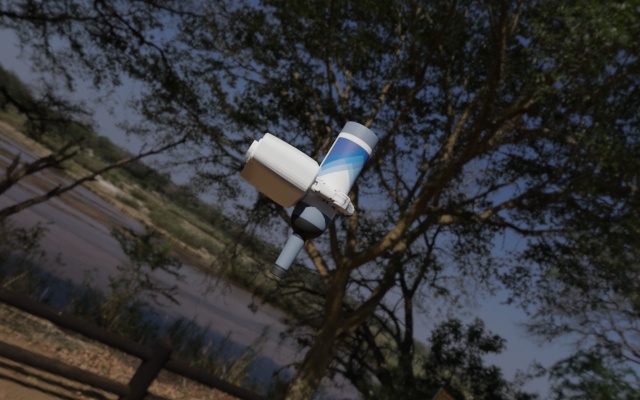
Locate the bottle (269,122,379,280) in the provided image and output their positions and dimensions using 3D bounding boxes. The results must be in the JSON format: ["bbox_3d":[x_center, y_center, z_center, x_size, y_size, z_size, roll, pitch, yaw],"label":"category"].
[{"bbox_3d":[0.000,0.003,0.828,0.069,0.295,0.069,30,-10,6],"label":"bottle"}]
